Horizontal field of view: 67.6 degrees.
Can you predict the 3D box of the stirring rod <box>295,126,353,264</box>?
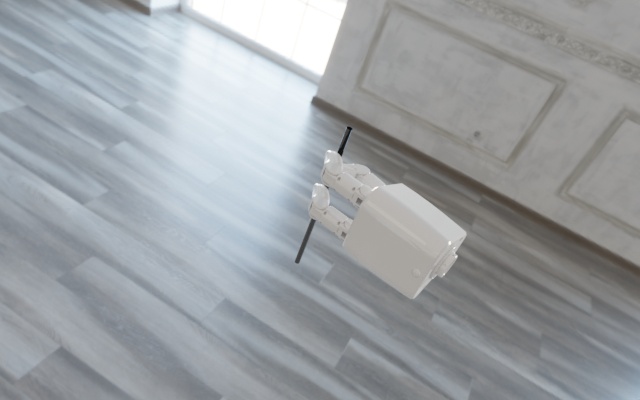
[{"bbox_3d":[0.000,0.002,0.659,0.011,0.240,0.011,14,36,-10],"label":"stirring rod"}]
